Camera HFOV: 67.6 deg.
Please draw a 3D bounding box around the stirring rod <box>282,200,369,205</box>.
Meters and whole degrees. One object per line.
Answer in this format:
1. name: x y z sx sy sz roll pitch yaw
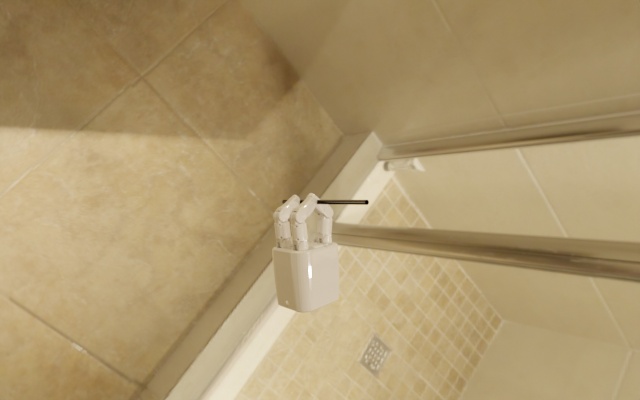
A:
1. stirring rod: 0.000 0.003 0.820 0.011 0.011 0.239 0 0 -36
